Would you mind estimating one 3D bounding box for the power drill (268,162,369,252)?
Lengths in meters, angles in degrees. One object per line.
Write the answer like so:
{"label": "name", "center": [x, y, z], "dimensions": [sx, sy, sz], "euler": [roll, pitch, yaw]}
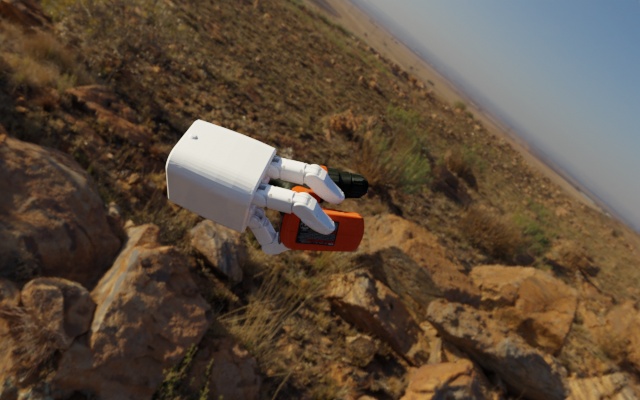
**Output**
{"label": "power drill", "center": [0.000, 0.002, 0.671], "dimensions": [0.184, 0.057, 0.187], "euler": [3, 24, -14]}
